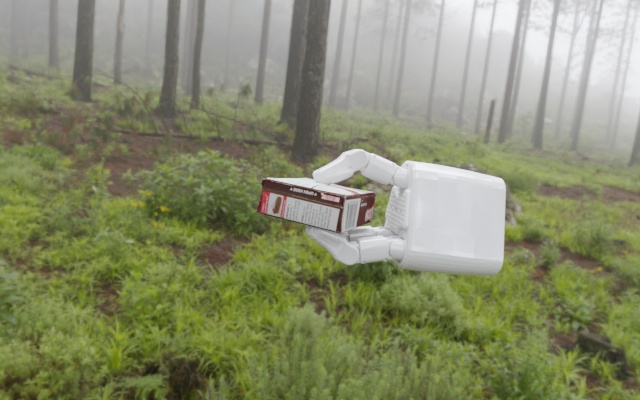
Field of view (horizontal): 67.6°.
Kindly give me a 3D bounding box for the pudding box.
[{"bbox_3d":[0.000,0.001,0.495,0.090,0.039,0.113,12,5,20],"label":"pudding box"}]
